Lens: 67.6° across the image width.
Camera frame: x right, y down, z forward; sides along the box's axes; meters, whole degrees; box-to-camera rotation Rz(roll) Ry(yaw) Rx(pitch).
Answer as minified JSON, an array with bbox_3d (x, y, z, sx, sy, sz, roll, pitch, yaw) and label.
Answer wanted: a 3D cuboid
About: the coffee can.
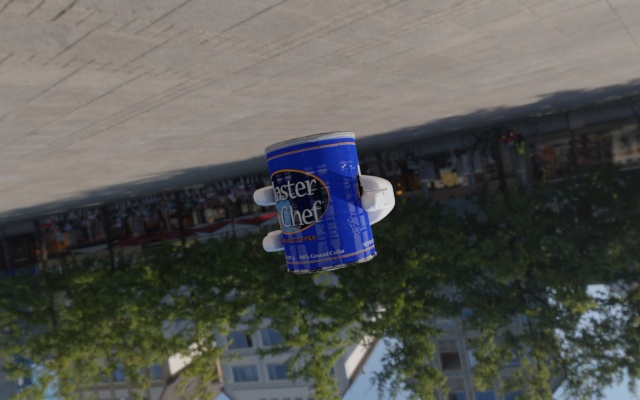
[{"bbox_3d":[0.000,0.002,0.538,0.103,0.140,0.103,-11,1,0],"label":"coffee can"}]
